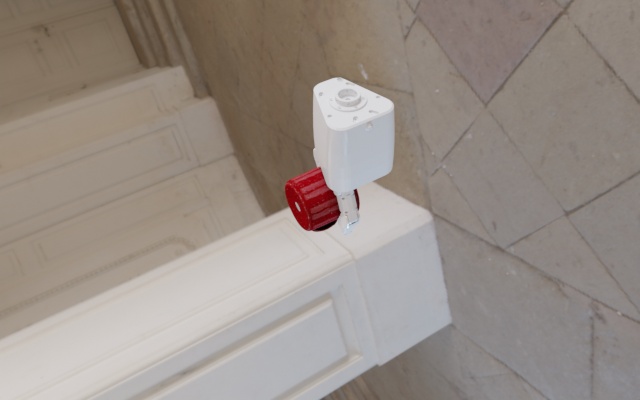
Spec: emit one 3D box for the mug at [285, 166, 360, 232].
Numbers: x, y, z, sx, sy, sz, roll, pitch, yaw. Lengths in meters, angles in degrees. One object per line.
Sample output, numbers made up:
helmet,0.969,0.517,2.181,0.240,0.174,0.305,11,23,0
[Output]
mug,0.000,0.003,0.719,0.081,0.117,0.093,-24,50,-18
